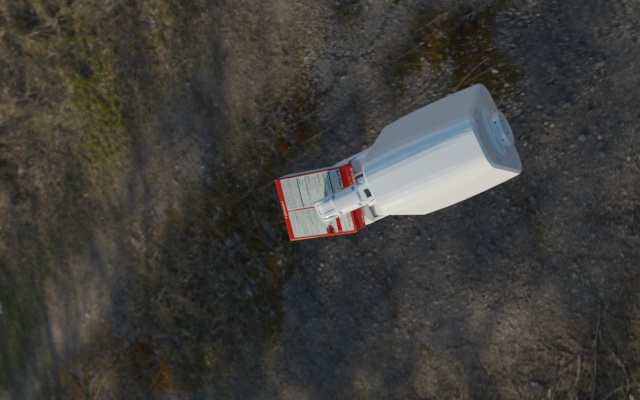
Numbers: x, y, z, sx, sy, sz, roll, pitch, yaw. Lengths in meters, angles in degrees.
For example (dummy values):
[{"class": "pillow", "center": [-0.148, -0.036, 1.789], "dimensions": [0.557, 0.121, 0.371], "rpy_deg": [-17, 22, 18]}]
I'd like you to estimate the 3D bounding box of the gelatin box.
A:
[{"class": "gelatin box", "center": [0.000, 0.002, 0.533], "dimensions": [0.089, 0.073, 0.030], "rpy_deg": [-10, 9, 29]}]
